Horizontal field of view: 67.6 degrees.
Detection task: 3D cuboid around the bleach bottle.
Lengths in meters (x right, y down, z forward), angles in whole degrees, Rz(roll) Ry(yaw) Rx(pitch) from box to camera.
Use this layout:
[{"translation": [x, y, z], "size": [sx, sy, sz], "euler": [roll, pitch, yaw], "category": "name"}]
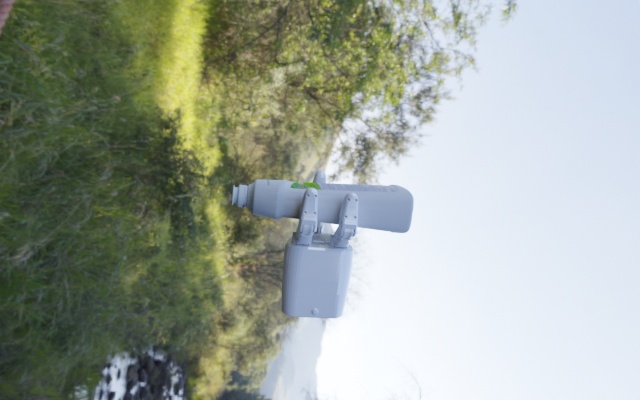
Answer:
[{"translation": [0.000, 0.002, 0.691], "size": [0.251, 0.068, 0.102], "euler": [5, 8, -9], "category": "bleach bottle"}]
